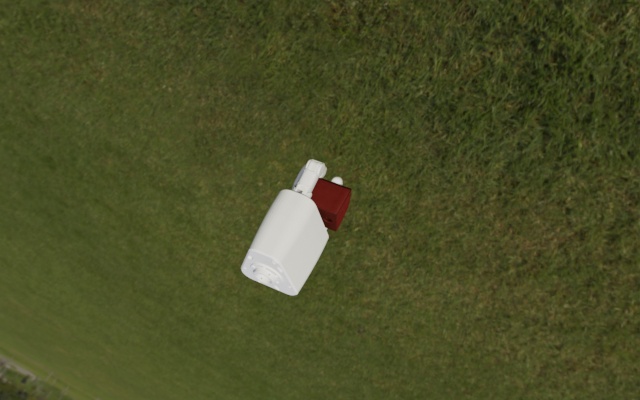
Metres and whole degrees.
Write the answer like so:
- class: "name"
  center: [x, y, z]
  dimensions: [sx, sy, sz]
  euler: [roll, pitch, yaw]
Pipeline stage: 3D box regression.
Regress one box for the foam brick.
- class: "foam brick"
  center: [0.000, 0.002, 0.714]
  dimensions: [0.078, 0.051, 0.053]
  euler: [20, -31, 13]
